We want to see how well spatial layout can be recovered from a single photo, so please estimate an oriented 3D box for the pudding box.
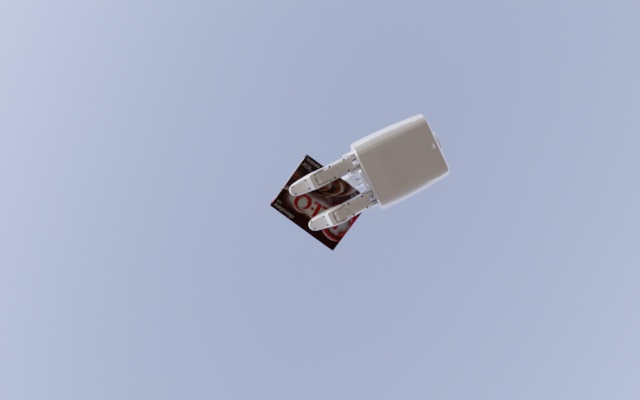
[{"bbox_3d":[0.000,0.002,0.678,0.113,0.090,0.039,36,6,-1],"label":"pudding box"}]
